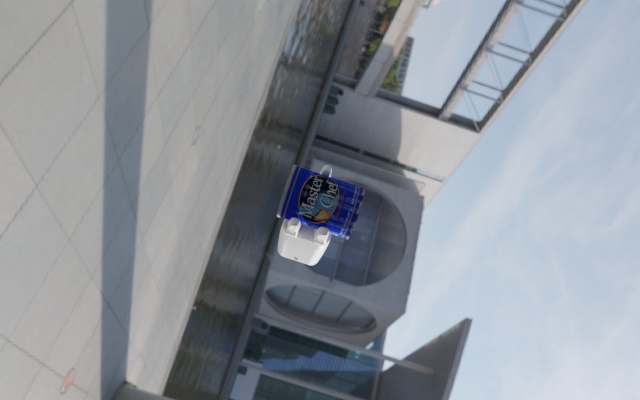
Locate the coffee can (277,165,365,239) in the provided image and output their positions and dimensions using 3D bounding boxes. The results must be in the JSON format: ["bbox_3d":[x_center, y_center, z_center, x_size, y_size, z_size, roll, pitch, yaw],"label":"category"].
[{"bbox_3d":[0.000,0.003,0.893,0.140,0.103,0.103,18,-1,-2],"label":"coffee can"}]
